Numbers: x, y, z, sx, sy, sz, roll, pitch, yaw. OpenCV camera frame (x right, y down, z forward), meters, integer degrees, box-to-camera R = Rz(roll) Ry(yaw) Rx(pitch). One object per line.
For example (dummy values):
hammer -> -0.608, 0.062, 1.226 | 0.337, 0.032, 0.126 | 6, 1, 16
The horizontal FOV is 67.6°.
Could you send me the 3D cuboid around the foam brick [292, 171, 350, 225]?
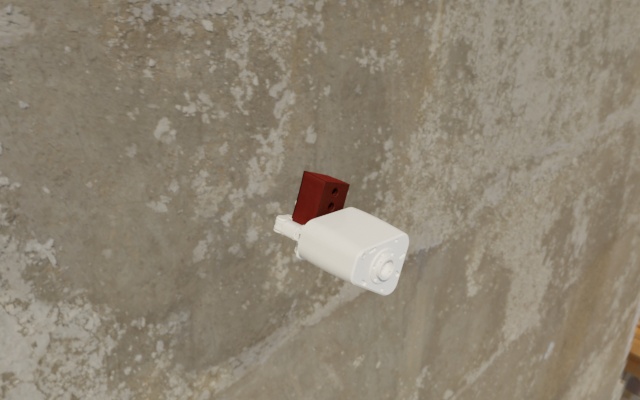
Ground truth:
foam brick -> 0.000, 0.002, 0.703 | 0.053, 0.078, 0.051 | 5, 14, -44
